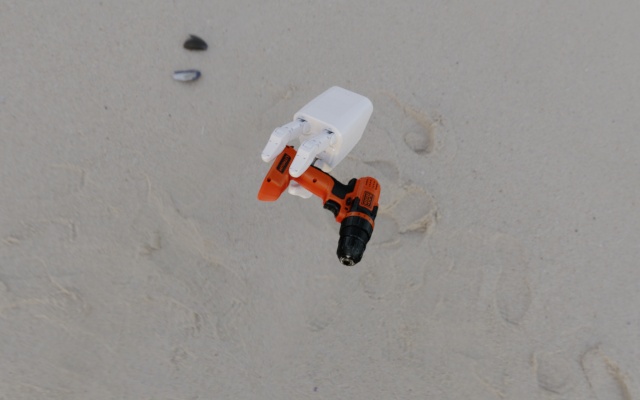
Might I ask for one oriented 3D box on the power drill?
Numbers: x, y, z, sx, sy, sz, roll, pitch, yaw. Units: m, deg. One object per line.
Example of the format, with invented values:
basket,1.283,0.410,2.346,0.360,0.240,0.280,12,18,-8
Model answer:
power drill,0.000,0.002,0.753,0.187,0.057,0.184,26,42,-5
